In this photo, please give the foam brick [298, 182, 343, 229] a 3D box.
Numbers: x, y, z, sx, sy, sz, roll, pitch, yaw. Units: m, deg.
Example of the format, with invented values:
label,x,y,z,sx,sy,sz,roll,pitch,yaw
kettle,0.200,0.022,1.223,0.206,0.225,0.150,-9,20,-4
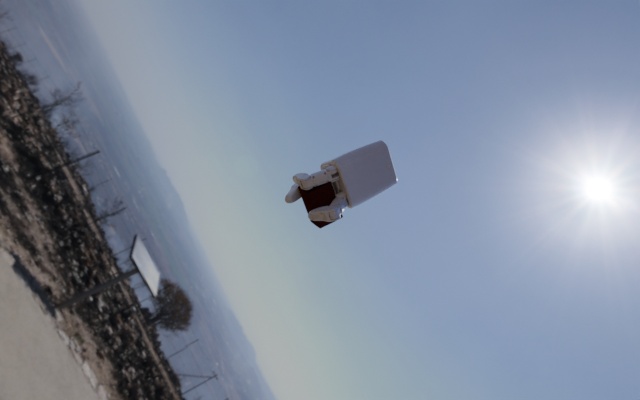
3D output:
label,x,y,z,sx,sy,sz,roll,pitch,yaw
foam brick,0.000,0.003,0.890,0.051,0.078,0.053,-25,23,-14
